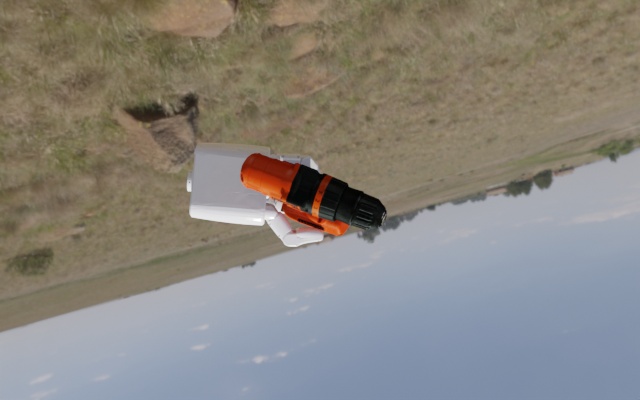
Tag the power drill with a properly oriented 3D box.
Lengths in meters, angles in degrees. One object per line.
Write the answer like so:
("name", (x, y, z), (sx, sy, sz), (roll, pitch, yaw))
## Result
("power drill", (0.000, 0.002, 0.637), (0.184, 0.057, 0.188), (22, -9, 11))
